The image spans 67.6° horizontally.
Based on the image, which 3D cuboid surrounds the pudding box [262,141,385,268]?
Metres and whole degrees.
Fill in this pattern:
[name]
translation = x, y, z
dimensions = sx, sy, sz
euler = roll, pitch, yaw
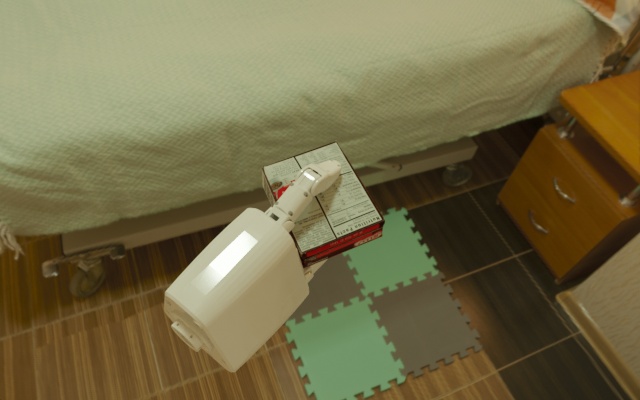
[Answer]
[pudding box]
translation = 0.000, 0.002, 0.484
dimensions = 0.090, 0.113, 0.039
euler = -20, -29, -13
